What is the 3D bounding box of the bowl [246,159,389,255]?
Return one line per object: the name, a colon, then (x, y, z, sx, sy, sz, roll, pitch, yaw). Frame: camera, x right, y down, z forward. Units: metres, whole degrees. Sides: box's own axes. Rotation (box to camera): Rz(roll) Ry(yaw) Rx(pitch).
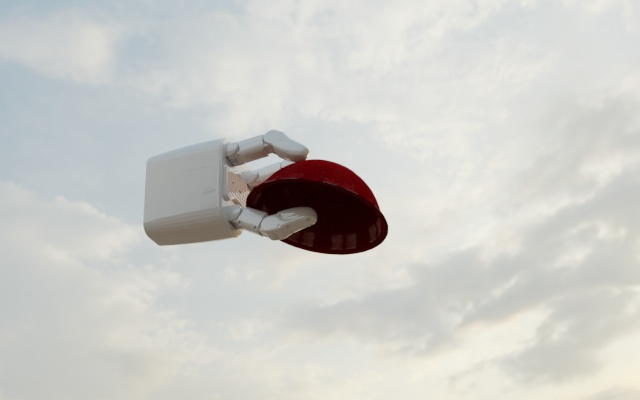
bowl: (0.001, 0.002, 0.545, 0.162, 0.055, 0.162, 10, -31, 6)
